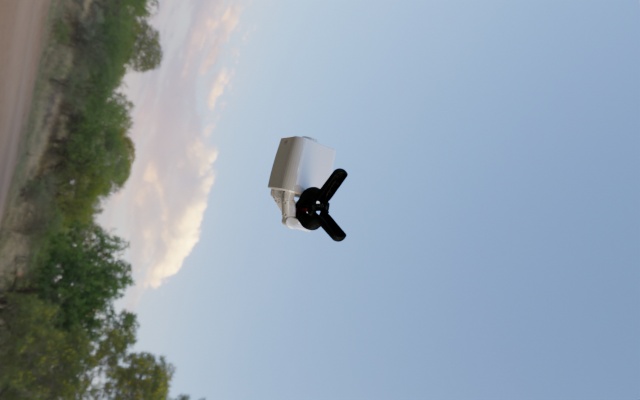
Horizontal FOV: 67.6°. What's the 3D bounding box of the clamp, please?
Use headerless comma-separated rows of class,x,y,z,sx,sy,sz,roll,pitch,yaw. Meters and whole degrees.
clamp,0.001,0.003,0.843,0.039,0.120,0.171,12,-2,-31
